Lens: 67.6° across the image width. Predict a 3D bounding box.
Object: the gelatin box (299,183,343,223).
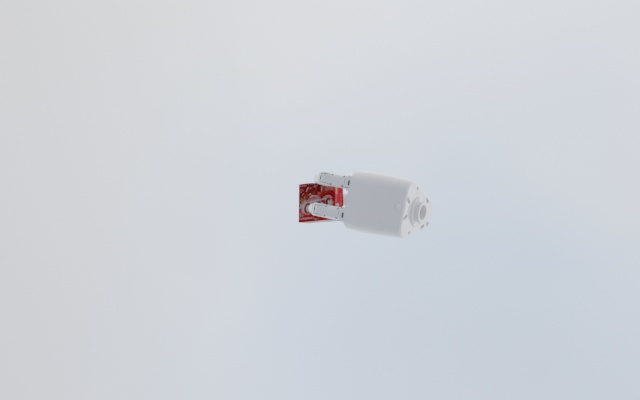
[{"bbox_3d":[0.000,0.003,0.876,0.089,0.073,0.030,-6,-10,39],"label":"gelatin box"}]
